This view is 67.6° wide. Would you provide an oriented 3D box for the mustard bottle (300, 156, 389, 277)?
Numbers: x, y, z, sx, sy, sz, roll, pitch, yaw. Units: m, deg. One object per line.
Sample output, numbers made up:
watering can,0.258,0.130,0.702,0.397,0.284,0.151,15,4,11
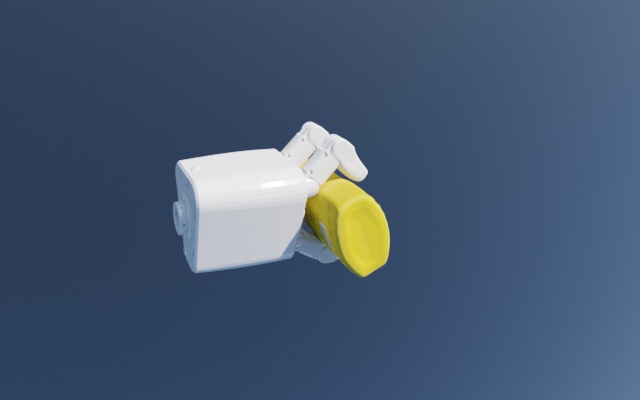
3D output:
mustard bottle,0.001,0.002,0.536,0.058,0.096,0.191,-31,34,-14
